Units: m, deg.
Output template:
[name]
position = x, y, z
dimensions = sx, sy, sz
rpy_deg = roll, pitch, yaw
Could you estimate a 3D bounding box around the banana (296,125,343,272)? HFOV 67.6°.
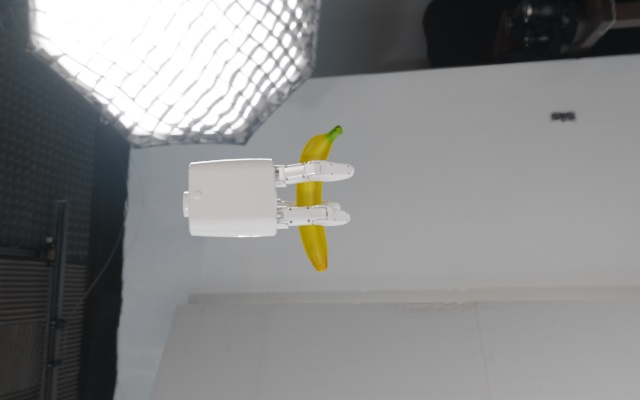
[banana]
position = -0.008, -0.004, 0.654
dimensions = 0.037, 0.198, 0.069
rpy_deg = 0, 9, -29
